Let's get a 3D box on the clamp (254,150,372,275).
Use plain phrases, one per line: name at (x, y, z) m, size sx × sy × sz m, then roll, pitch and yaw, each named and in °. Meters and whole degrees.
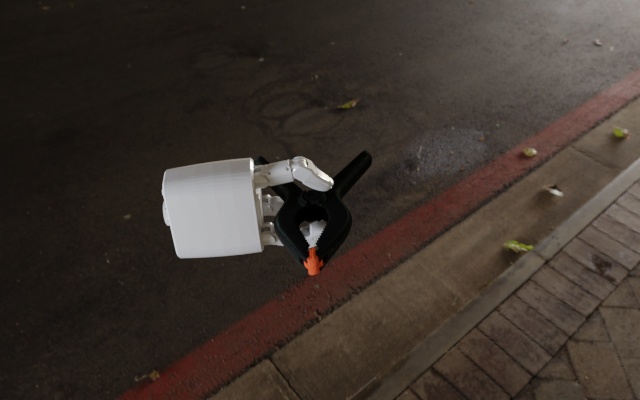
clamp at (0.000, 0.002, 0.604) m, size 0.164 × 0.036 × 0.209 m, roll -8°, pitch 42°, yaw -3°
